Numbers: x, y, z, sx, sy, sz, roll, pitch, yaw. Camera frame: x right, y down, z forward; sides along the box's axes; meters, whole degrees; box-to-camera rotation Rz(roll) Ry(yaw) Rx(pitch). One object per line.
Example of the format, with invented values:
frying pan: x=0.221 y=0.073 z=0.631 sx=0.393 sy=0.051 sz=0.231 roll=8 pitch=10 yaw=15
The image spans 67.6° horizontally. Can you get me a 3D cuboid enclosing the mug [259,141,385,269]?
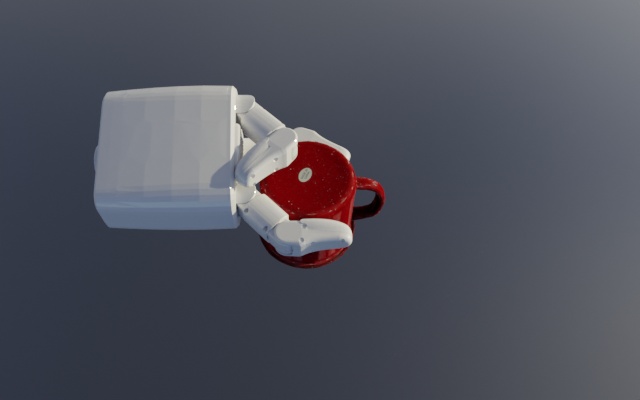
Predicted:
mug: x=0.002 y=0.001 z=0.428 sx=0.117 sy=0.093 sz=0.082 roll=-2 pitch=-33 yaw=-4
